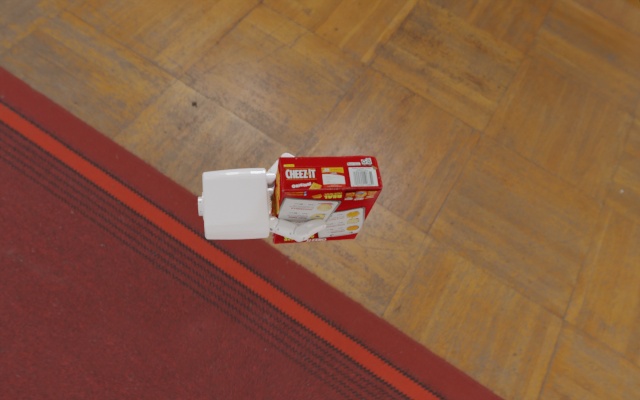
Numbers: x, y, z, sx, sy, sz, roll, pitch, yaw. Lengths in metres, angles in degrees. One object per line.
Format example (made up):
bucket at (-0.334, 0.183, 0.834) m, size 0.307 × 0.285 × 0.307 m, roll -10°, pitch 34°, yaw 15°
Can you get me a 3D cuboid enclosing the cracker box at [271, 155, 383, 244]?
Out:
cracker box at (0.000, 0.003, 0.843) m, size 0.164 × 0.072 × 0.214 m, roll -2°, pitch -26°, yaw -11°
